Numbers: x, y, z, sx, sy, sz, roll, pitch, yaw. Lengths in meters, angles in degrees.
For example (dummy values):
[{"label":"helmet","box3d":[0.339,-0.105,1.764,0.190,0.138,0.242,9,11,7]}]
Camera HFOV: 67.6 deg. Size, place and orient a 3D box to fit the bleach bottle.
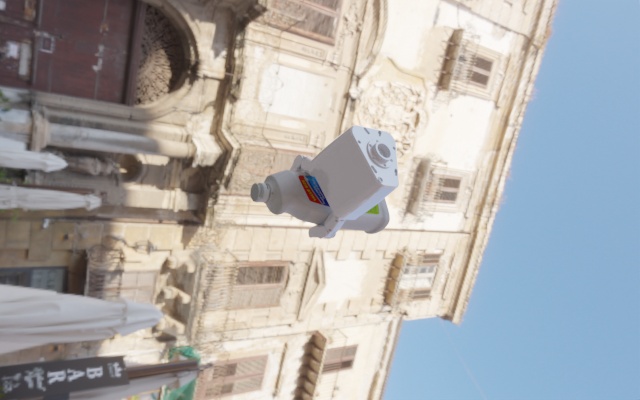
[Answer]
[{"label":"bleach bottle","box3d":[0.000,0.003,0.811,0.251,0.102,0.068,4,-29,-36]}]
